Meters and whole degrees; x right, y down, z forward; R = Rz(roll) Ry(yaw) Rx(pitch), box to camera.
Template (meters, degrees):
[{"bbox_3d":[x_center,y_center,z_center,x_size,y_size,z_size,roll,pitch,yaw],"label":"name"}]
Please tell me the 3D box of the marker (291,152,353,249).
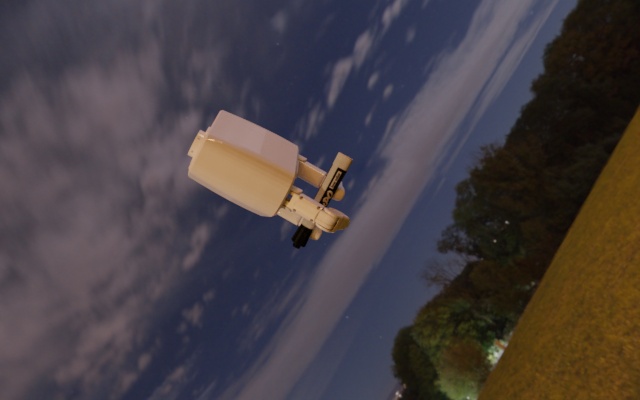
[{"bbox_3d":[0.000,0.002,0.548,0.020,0.121,0.020,29,8,-4],"label":"marker"}]
